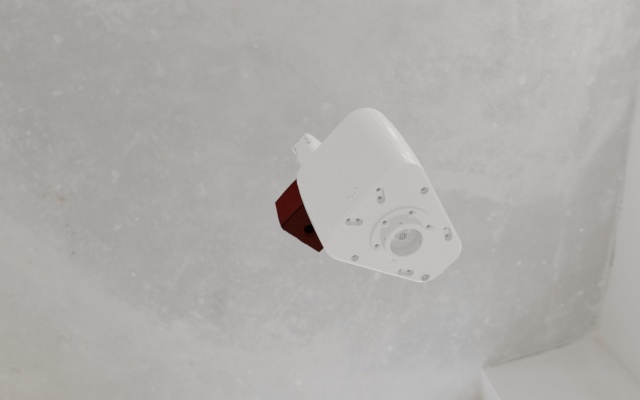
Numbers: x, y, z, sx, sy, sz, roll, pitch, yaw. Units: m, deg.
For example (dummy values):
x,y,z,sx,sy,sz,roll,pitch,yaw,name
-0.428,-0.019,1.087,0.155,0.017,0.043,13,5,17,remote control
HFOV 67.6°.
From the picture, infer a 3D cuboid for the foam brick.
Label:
x,y,z,sx,sy,sz,roll,pitch,yaw,name
0.000,0.002,0.477,0.053,0.078,0.051,35,17,-28,foam brick
